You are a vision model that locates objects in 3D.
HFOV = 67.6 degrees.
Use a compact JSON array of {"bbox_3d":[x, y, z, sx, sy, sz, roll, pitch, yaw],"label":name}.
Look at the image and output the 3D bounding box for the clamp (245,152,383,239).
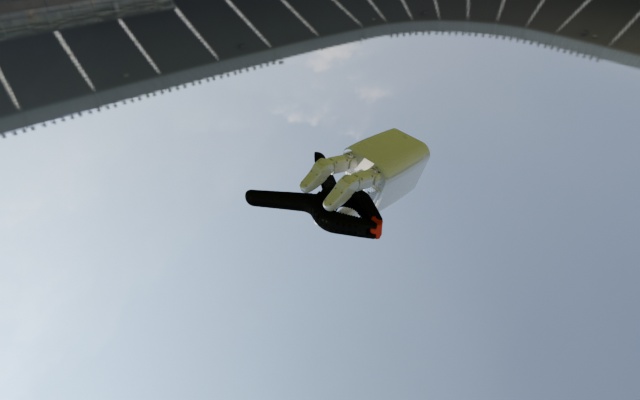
[{"bbox_3d":[0.001,0.003,0.717,0.164,0.036,0.210,-29,46,-29],"label":"clamp"}]
